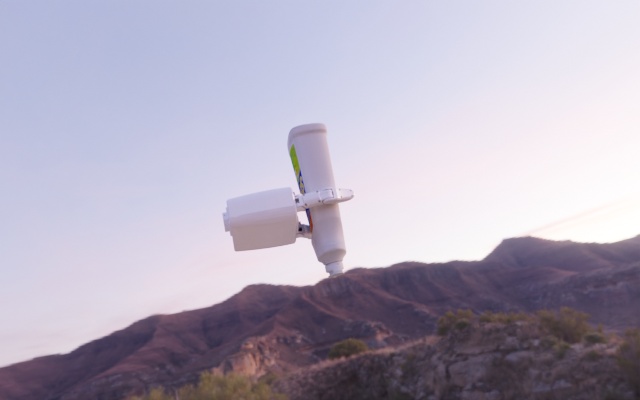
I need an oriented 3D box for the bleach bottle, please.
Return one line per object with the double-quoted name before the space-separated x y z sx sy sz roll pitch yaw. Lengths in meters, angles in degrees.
"bleach bottle" 0.000 0.003 0.810 0.068 0.250 0.102 -10 -16 -11
